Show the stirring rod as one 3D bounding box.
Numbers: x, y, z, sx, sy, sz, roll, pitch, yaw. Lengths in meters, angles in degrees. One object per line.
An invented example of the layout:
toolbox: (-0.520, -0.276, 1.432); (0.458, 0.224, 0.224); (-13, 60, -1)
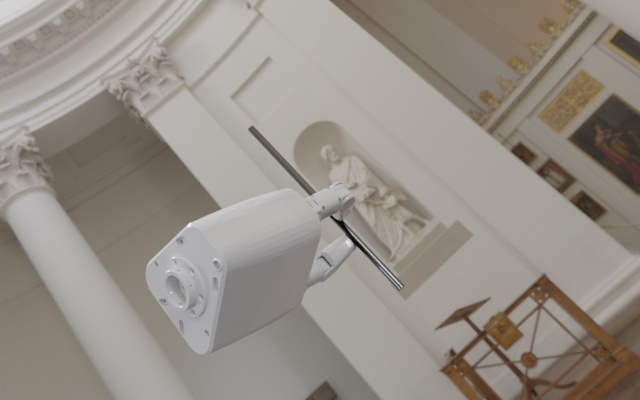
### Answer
stirring rod: (0.000, 0.002, 0.498); (0.239, 0.011, 0.011); (47, 19, 19)
